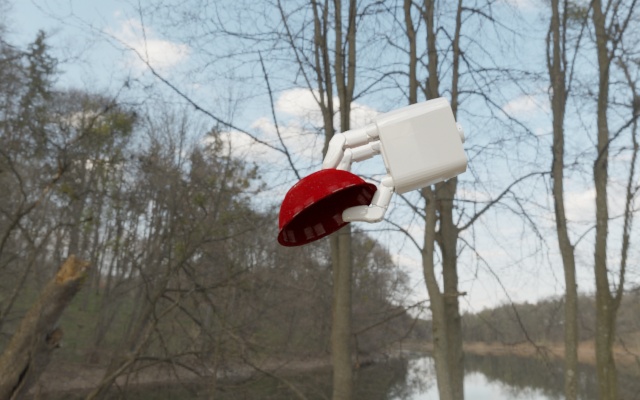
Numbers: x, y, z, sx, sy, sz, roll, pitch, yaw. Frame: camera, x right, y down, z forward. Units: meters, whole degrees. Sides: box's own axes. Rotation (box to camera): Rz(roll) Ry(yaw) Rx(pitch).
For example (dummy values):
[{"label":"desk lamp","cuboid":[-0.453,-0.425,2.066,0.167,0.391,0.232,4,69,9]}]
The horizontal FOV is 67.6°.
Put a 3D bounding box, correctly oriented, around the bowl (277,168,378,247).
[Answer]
[{"label":"bowl","cuboid":[-0.001,0.002,0.691,0.162,0.055,0.162,-26,-21,-11]}]
